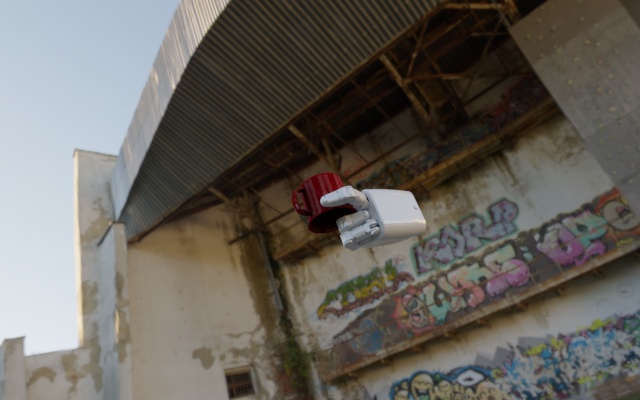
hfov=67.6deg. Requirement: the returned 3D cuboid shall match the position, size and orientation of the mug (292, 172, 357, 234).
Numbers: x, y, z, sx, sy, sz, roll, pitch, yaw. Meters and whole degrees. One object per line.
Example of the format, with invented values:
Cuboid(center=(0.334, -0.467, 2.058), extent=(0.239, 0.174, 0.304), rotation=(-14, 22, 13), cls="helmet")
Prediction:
Cuboid(center=(-0.001, 0.003, 0.868), extent=(0.117, 0.081, 0.093), rotation=(0, -34, -31), cls="mug")
